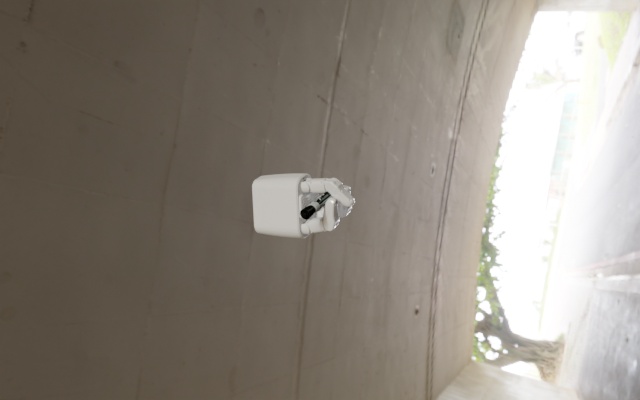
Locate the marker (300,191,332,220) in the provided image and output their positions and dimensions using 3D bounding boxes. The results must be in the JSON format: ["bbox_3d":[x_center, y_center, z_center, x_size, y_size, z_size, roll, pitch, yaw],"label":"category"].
[{"bbox_3d":[0.000,0.003,0.819,0.020,0.020,0.121,0,22,30],"label":"marker"}]
